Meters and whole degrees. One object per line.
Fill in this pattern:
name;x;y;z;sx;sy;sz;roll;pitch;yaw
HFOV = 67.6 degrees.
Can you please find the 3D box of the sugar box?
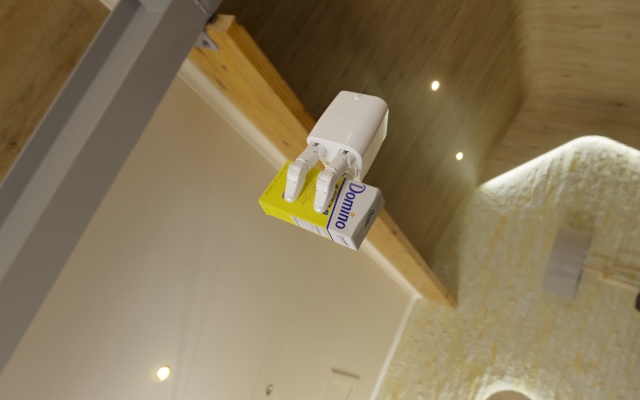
sugar box;0.000;0.002;0.737;0.176;0.093;0.048;18;-26;32
